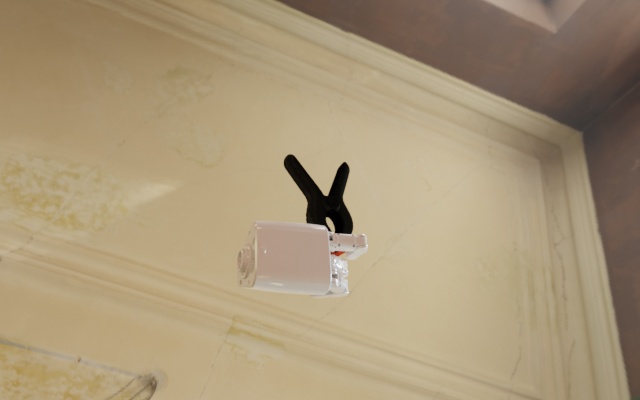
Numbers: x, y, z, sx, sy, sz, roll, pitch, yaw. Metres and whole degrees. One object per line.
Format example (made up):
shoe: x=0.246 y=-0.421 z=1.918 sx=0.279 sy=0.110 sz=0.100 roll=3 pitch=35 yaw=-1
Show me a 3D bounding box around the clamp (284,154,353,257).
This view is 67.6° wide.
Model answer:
clamp: x=0.000 y=0.003 z=0.732 sx=0.120 sy=0.171 sz=0.039 roll=10 pitch=-34 yaw=-25
